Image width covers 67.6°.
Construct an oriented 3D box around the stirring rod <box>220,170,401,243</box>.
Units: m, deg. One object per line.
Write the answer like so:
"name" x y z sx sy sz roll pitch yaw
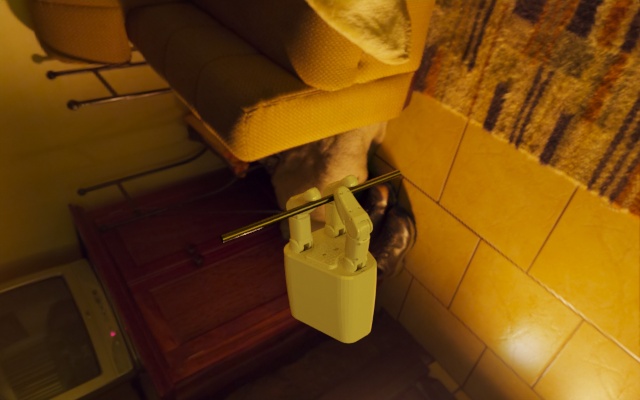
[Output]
"stirring rod" 0.000 0.002 0.528 0.239 0.011 0.011 -20 11 -31
